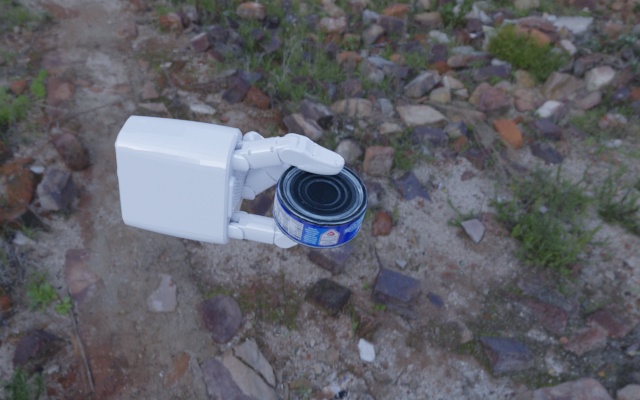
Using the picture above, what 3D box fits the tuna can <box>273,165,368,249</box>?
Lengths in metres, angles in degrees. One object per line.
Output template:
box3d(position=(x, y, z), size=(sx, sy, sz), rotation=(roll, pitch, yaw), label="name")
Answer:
box3d(position=(0.000, 0.001, 0.441), size=(0.086, 0.086, 0.034), rotation=(0, -43, -13), label="tuna can")
